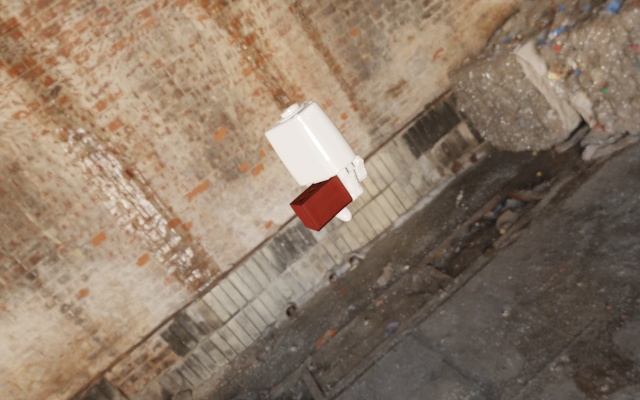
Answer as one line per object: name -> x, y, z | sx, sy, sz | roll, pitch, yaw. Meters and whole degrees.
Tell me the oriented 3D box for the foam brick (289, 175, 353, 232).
foam brick -> 0.000, 0.003, 0.751 | 0.078, 0.051, 0.053 | -42, 20, -18
